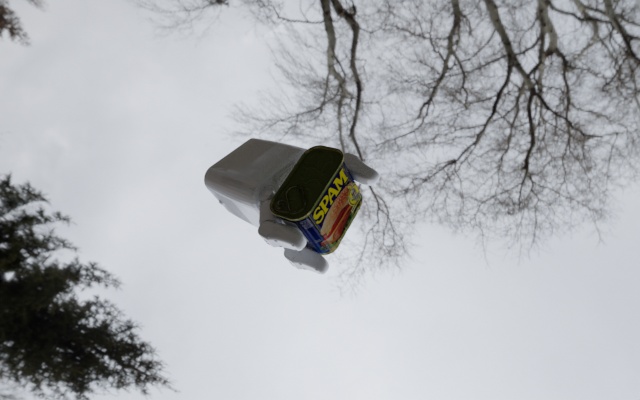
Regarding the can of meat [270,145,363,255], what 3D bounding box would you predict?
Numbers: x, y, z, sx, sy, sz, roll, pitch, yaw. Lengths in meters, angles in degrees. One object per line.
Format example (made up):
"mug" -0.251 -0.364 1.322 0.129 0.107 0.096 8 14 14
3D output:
"can of meat" 0.000 0.002 0.559 0.057 0.102 0.084 16 -27 36
